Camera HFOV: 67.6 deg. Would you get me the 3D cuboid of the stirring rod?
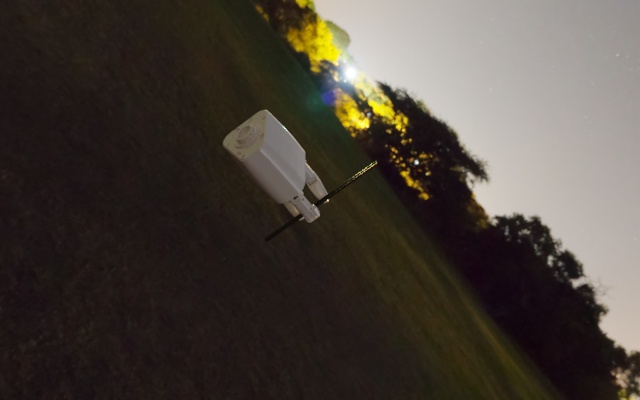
[{"bbox_3d":[0.000,0.003,0.834,0.239,0.011,0.011,-35,-6,8],"label":"stirring rod"}]
